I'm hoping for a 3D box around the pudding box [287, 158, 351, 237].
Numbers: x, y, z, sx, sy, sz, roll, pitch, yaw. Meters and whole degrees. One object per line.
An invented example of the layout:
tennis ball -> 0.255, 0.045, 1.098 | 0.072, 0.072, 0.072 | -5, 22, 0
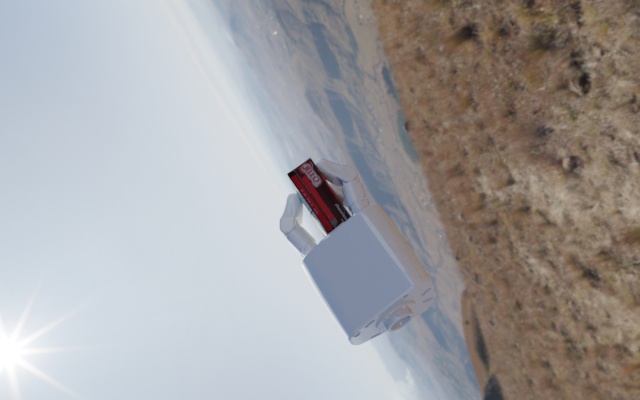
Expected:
pudding box -> 0.000, 0.002, 0.594 | 0.039, 0.090, 0.113 | -33, -5, -5
